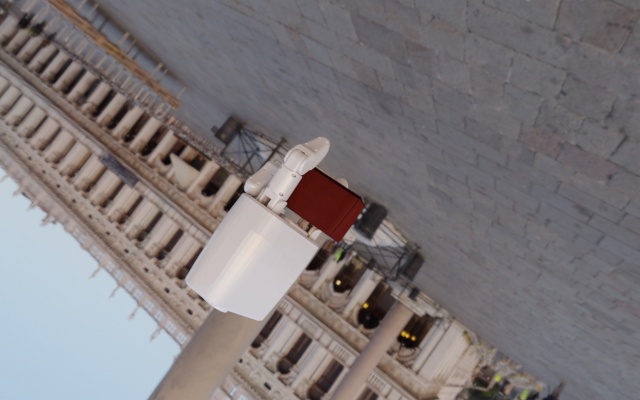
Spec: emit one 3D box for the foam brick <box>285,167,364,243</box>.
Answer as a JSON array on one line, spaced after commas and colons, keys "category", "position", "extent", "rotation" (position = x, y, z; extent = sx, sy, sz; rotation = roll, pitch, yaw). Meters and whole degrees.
[{"category": "foam brick", "position": [0.000, 0.002, 0.507], "extent": [0.078, 0.051, 0.053], "rotation": [34, -5, 17]}]
